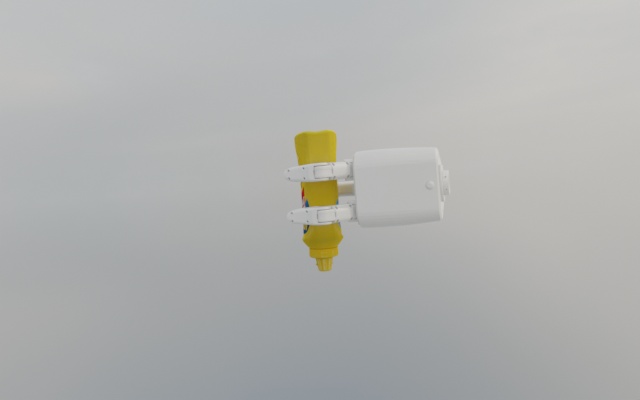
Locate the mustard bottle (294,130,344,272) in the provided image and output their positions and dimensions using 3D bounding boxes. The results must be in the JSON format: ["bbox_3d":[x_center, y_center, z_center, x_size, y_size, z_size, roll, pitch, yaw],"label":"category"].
[{"bbox_3d":[0.000,0.002,0.661,0.058,0.191,0.096,-5,3,-6],"label":"mustard bottle"}]
